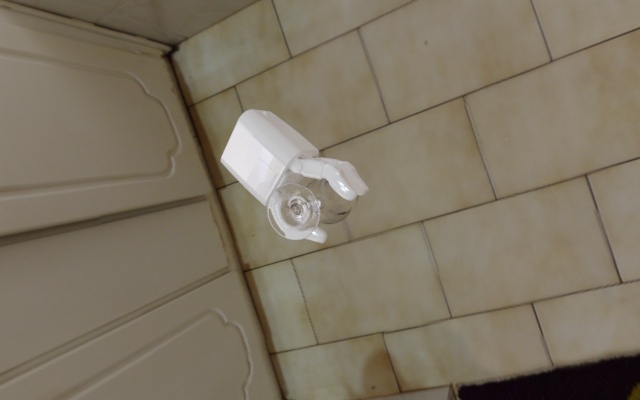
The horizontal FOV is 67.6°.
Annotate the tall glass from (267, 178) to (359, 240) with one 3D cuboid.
[{"bbox_3d":[0.000,0.003,0.703,0.079,0.079,0.201,0,7,21],"label":"tall glass"}]
